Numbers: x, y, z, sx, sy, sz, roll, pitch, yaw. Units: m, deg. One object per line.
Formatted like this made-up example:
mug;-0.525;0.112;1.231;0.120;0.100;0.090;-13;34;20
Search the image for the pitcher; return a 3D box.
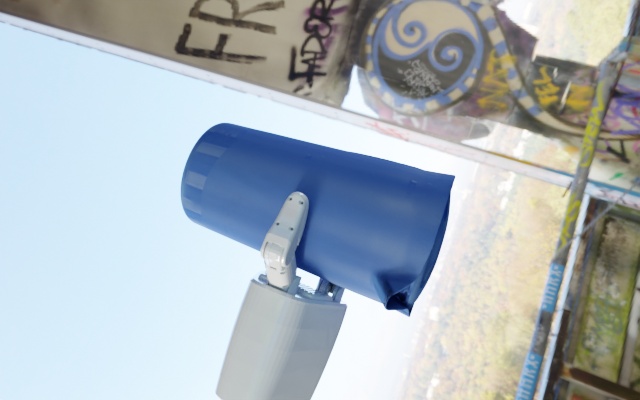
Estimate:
pitcher;0.000;0.002;0.465;0.243;0.145;0.149;19;-4;14
